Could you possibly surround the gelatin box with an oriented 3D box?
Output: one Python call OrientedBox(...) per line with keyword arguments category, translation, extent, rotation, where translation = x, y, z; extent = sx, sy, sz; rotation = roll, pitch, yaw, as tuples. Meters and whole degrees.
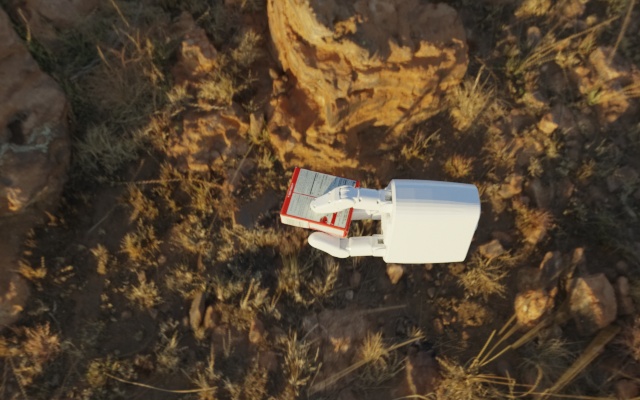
OrientedBox(category="gelatin box", translation=(0.000, 0.002, 0.622), extent=(0.089, 0.073, 0.030), rotation=(13, -24, 6))
